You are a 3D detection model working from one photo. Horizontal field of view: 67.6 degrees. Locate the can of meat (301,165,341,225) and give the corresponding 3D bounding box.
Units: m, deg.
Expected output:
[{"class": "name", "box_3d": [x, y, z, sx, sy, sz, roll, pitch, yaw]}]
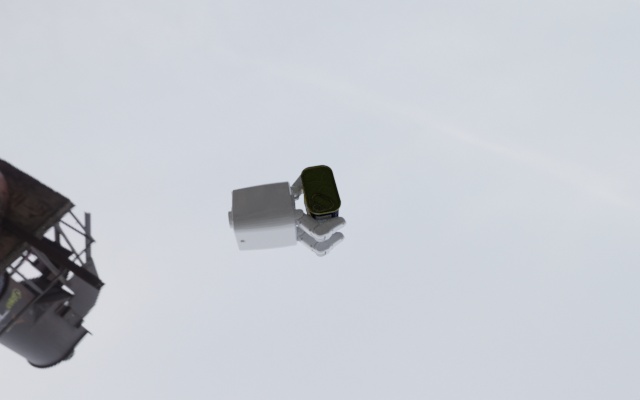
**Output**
[{"class": "can of meat", "box_3d": [0.000, 0.003, 0.849, 0.057, 0.102, 0.084, -10, -34, -7]}]
